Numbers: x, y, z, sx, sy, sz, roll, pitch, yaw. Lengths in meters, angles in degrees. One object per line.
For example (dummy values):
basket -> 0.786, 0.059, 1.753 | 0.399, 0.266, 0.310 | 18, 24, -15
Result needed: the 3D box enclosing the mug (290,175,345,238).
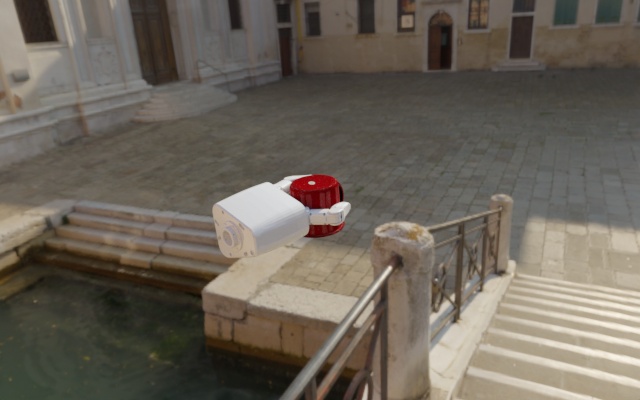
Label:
mug -> 0.001, 0.002, 0.811 | 0.093, 0.081, 0.117 | 15, 29, 41
